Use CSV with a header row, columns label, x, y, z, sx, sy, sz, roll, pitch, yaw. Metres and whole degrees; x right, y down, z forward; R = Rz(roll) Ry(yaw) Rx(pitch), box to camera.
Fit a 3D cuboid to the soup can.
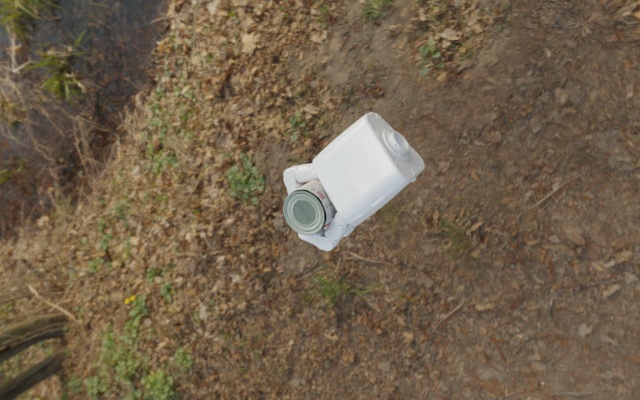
label,x,y,z,sx,sy,sz,roll,pitch,yaw
soup can,0.000,0.003,0.689,0.068,0.068,0.102,0,18,29
